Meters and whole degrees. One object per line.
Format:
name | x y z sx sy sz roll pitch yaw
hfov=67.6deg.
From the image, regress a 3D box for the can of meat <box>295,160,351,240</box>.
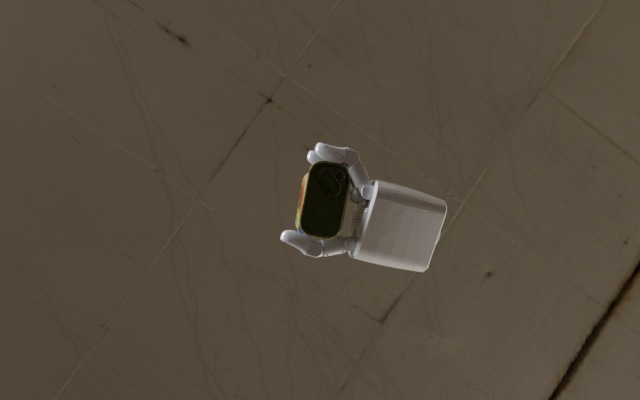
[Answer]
can of meat | 0.000 0.002 0.665 0.057 0.102 0.084 11 -6 -8
